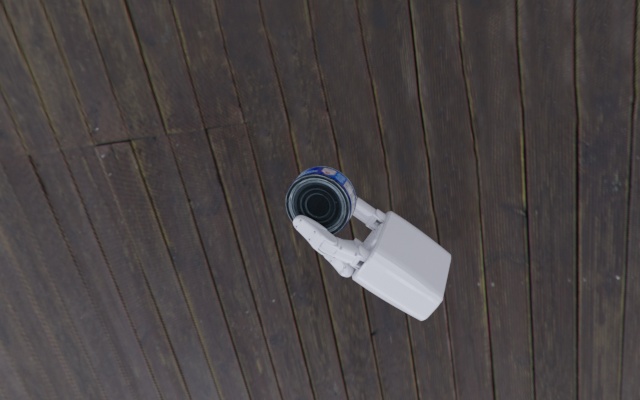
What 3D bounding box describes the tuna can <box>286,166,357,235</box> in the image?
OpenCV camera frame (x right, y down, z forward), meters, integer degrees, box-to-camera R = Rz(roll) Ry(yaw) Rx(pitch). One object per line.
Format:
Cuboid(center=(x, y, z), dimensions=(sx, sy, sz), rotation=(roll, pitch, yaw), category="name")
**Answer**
Cuboid(center=(0.000, 0.002, 0.599), dimensions=(0.086, 0.086, 0.033), rotation=(0, 20, 16), category="tuna can")
